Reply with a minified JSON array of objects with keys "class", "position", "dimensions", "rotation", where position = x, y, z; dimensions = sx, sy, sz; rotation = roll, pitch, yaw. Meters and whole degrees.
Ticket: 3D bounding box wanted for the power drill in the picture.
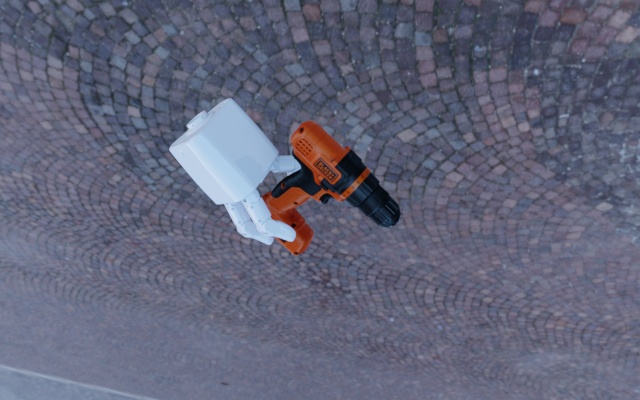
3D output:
[{"class":"power drill","position":[0.000,0.002,0.685],"dimensions":[0.188,0.184,0.057],"rotation":[-44,2,39]}]
